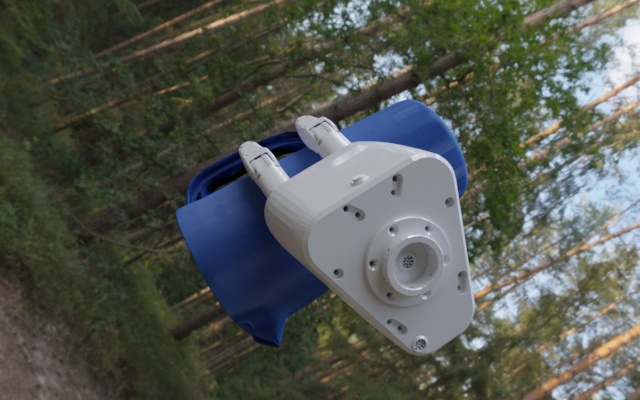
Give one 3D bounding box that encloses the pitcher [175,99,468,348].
[{"bbox_3d":[0.000,0.002,0.438,0.243,0.149,0.145,-30,13,-9],"label":"pitcher"}]
